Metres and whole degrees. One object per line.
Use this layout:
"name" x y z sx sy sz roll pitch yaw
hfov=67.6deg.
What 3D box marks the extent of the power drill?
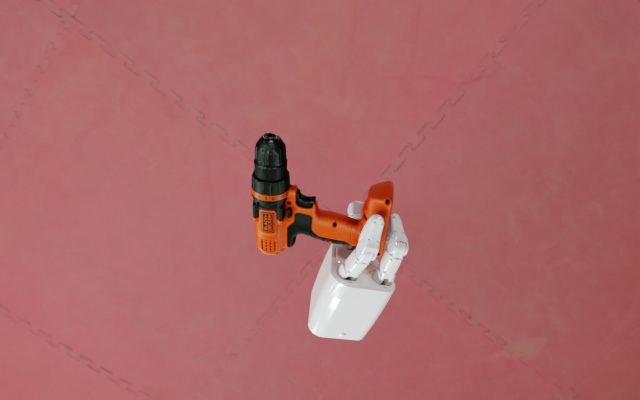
"power drill" 0.001 0.002 0.639 0.187 0.185 0.057 8 36 6
